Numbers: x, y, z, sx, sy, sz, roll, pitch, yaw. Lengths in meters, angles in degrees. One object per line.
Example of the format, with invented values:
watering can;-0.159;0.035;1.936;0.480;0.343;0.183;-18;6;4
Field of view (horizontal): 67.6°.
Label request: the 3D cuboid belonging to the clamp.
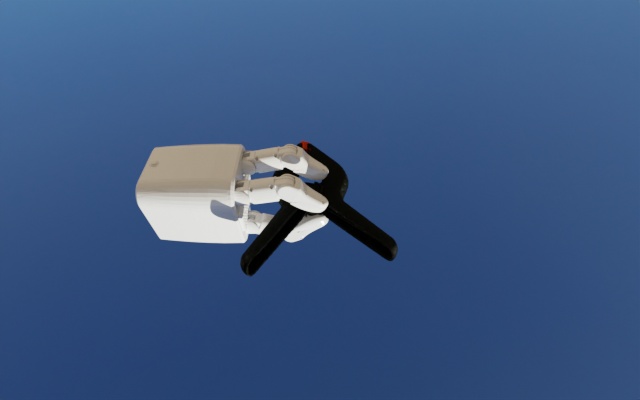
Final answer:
clamp;0.000;0.002;0.563;0.164;0.036;0.209;0;43;1
